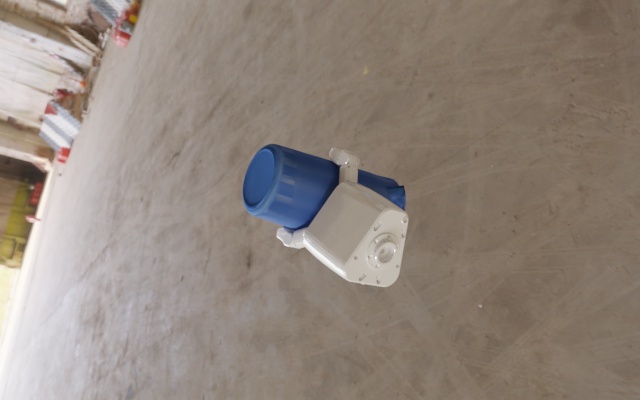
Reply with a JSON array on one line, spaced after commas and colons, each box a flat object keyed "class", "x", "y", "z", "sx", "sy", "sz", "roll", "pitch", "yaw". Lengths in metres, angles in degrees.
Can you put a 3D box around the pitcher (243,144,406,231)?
[{"class": "pitcher", "x": 0.000, "y": 0.002, "z": 0.753, "sx": 0.243, "sy": 0.149, "sz": 0.145, "roll": 17, "pitch": 9, "yaw": -34}]
